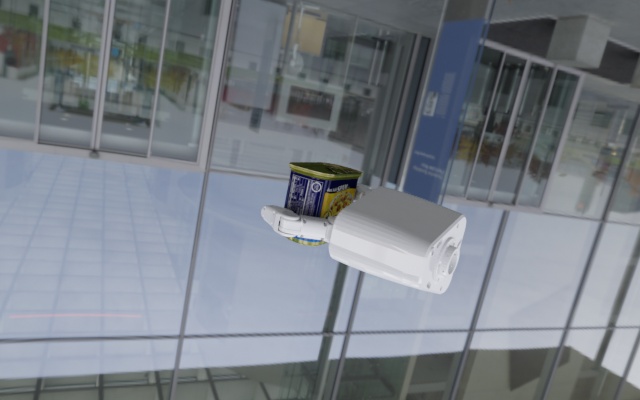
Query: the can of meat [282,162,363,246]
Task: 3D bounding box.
[{"bbox_3d":[0.000,0.002,0.560,0.057,0.084,0.102,18,13,28],"label":"can of meat"}]
